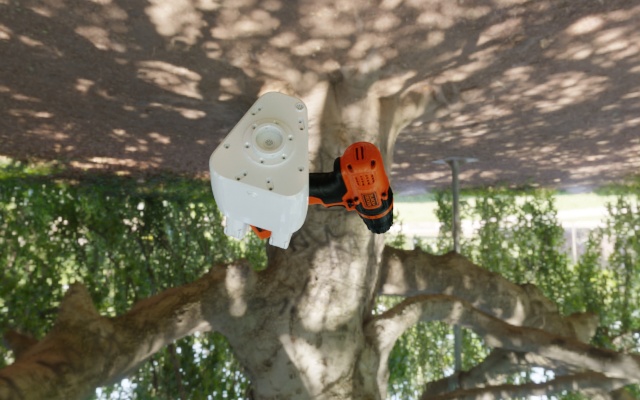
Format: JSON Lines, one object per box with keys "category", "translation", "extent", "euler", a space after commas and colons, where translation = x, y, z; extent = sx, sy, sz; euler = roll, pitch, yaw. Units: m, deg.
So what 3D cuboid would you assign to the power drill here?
{"category": "power drill", "translation": [0.000, 0.002, 0.620], "extent": [0.187, 0.057, 0.185], "euler": [-11, -34, 9]}
